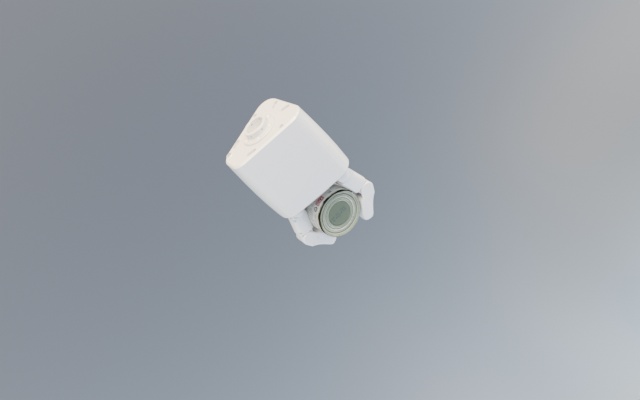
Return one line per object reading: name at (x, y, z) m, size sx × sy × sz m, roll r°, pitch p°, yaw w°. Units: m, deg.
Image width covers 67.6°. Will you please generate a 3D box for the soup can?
soup can at (0.000, 0.003, 0.669) m, size 0.068 × 0.068 × 0.102 m, roll 0°, pitch 18°, yaw -34°
